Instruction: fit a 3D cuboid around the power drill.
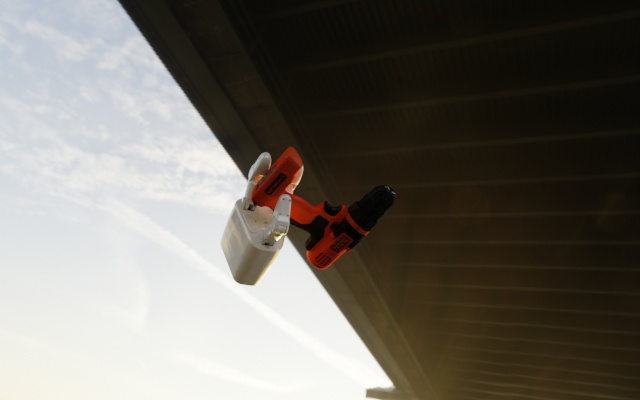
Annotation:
[{"bbox_3d":[0.000,0.002,0.760,0.188,0.184,0.057,40,17,-15],"label":"power drill"}]
